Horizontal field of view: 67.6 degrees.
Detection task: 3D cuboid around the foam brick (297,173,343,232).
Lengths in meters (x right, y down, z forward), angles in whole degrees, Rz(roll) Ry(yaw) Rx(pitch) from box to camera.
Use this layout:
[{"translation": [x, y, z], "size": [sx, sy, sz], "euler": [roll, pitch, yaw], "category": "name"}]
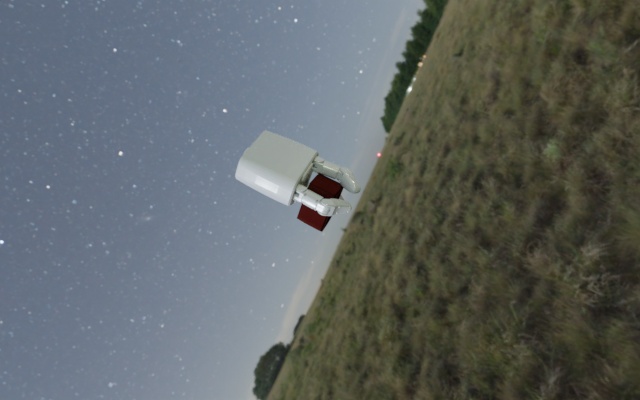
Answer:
[{"translation": [0.000, 0.003, 0.832], "size": [0.051, 0.078, 0.053], "euler": [25, 29, 7], "category": "foam brick"}]
